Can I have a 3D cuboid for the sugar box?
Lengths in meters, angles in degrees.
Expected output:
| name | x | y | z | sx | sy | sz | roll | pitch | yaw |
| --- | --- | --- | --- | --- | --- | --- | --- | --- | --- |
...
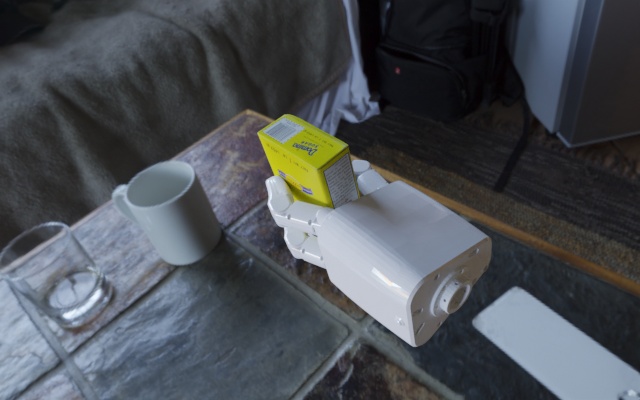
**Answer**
| name | x | y | z | sx | sy | sz | roll | pitch | yaw |
| --- | --- | --- | --- | --- | --- | --- | --- | --- | --- |
| sugar box | 0.000 | 0.002 | 0.500 | 0.048 | 0.176 | 0.093 | -37 | 48 | -21 |
